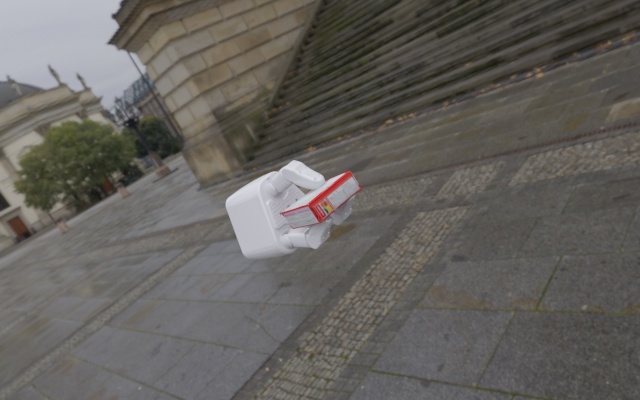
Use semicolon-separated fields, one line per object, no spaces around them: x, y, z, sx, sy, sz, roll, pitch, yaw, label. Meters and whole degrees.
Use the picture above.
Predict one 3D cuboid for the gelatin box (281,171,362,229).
0.000;0.002;0.601;0.073;0.030;0.089;-38;8;-26;gelatin box
